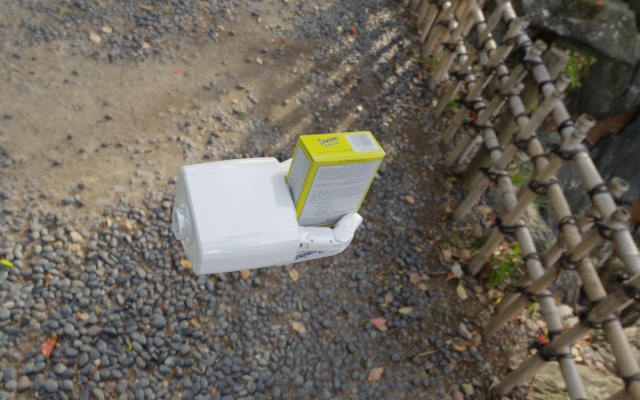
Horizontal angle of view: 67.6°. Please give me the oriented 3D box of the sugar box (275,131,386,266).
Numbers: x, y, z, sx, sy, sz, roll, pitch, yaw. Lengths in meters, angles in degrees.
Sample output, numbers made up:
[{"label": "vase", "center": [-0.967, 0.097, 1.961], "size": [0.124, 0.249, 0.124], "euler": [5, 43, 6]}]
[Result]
[{"label": "sugar box", "center": [0.000, 0.001, 0.558], "size": [0.093, 0.048, 0.176], "euler": [-7, -38, -29]}]
